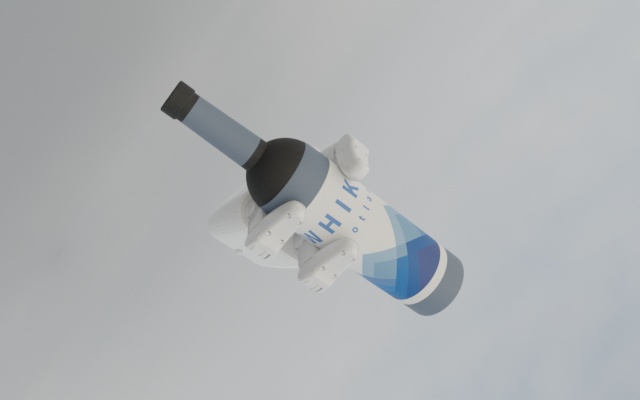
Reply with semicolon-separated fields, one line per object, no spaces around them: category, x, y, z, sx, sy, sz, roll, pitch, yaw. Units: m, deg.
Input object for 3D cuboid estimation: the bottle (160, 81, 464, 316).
bottle;0.000;0.001;0.408;0.296;0.069;0.069;36;-14;-21
